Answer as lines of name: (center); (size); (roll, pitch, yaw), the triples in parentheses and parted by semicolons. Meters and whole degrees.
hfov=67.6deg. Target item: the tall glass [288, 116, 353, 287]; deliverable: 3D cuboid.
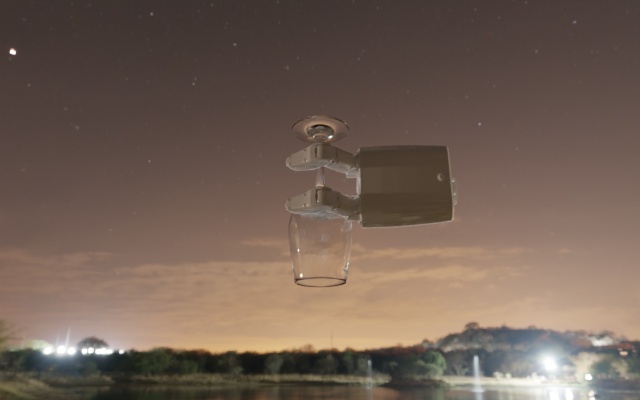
tall glass: (0.000, 0.001, 0.588); (0.079, 0.201, 0.079); (0, -19, 0)
